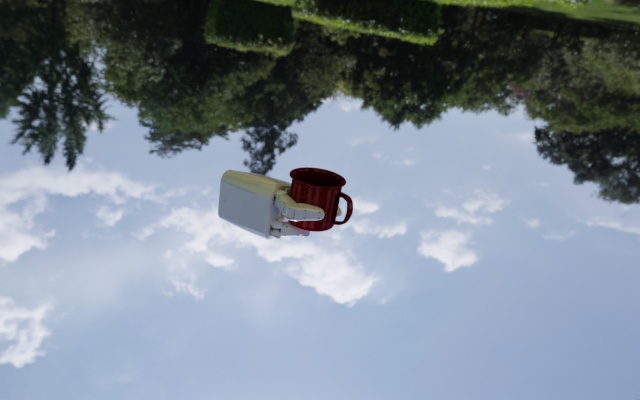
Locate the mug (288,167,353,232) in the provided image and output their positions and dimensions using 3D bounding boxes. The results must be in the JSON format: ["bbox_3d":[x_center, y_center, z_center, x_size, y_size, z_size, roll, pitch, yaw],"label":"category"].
[{"bbox_3d":[0.001,0.003,0.777,0.117,0.081,0.093,20,24,24],"label":"mug"}]
